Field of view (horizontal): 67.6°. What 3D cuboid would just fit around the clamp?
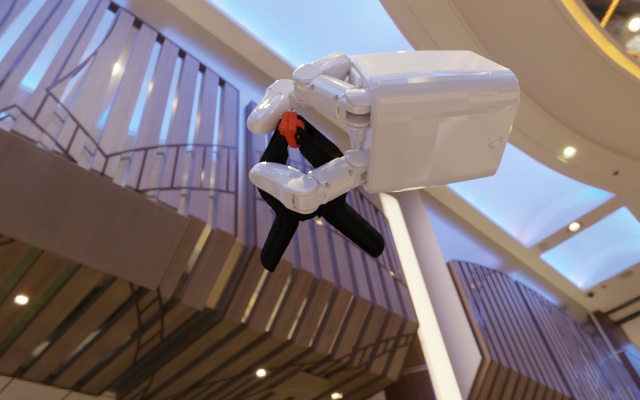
[{"bbox_3d":[0.000,0.001,0.420,0.120,0.172,0.039,-6,45,-5],"label":"clamp"}]
